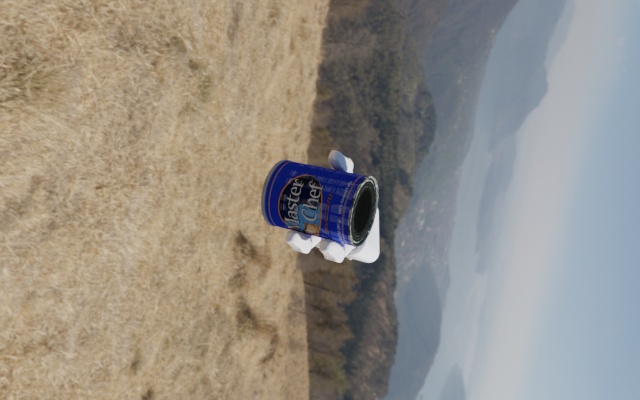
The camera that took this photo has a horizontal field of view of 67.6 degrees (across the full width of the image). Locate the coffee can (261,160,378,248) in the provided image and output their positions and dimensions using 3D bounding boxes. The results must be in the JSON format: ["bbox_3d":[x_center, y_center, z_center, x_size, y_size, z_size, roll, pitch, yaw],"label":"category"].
[{"bbox_3d":[0.000,0.002,0.692,0.140,0.103,0.103,13,5,25],"label":"coffee can"}]
